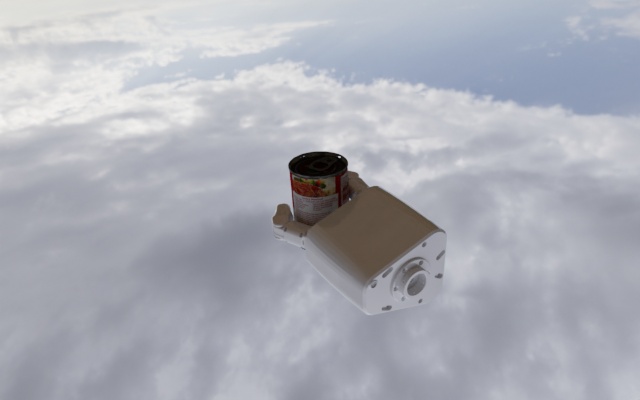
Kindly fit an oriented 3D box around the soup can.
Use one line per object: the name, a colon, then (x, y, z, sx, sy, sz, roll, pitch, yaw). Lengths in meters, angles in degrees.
soup can: (0.000, 0.002, 0.563, 0.068, 0.102, 0.068, -3, 30, 2)
